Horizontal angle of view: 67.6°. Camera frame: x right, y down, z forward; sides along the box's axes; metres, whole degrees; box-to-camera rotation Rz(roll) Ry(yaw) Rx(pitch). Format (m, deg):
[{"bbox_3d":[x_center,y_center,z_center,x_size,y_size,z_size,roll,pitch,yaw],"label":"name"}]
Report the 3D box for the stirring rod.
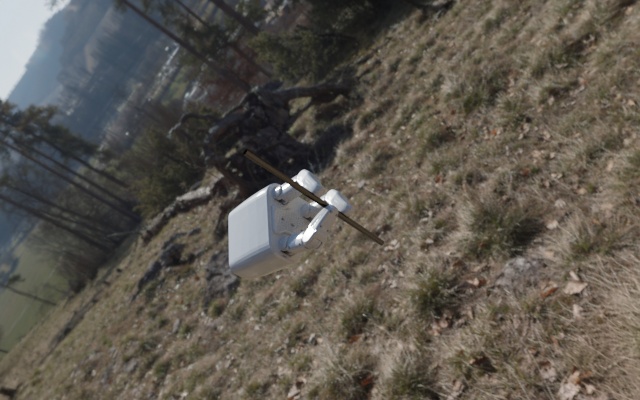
[{"bbox_3d":[0.000,0.002,0.608,0.240,0.011,0.011,34,-19,-30],"label":"stirring rod"}]
